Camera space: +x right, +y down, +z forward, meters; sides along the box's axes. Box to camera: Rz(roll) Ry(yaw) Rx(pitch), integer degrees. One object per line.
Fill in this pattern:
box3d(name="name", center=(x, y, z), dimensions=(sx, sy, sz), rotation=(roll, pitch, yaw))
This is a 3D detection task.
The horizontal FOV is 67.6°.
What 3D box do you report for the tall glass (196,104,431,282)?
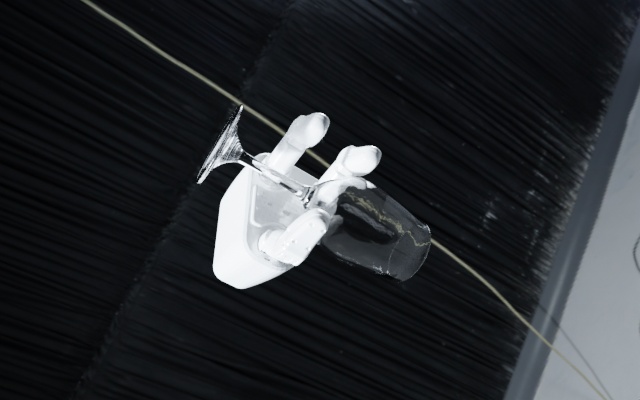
box3d(name="tall glass", center=(0.000, 0.001, 0.415), dimensions=(0.201, 0.079, 0.079), rotation=(30, -10, -17))
